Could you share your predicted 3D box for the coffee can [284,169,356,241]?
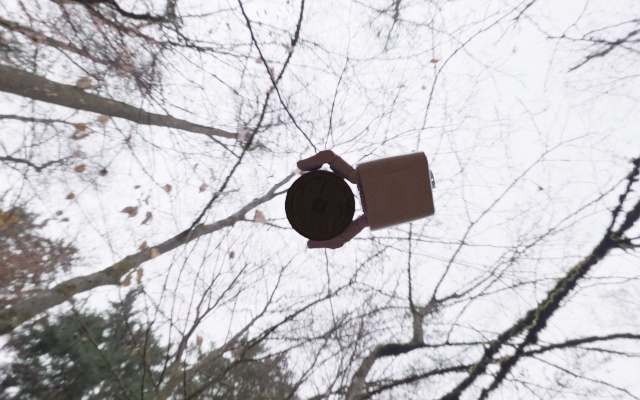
[{"bbox_3d":[0.000,0.003,0.750,0.103,0.103,0.140,0,4,1],"label":"coffee can"}]
